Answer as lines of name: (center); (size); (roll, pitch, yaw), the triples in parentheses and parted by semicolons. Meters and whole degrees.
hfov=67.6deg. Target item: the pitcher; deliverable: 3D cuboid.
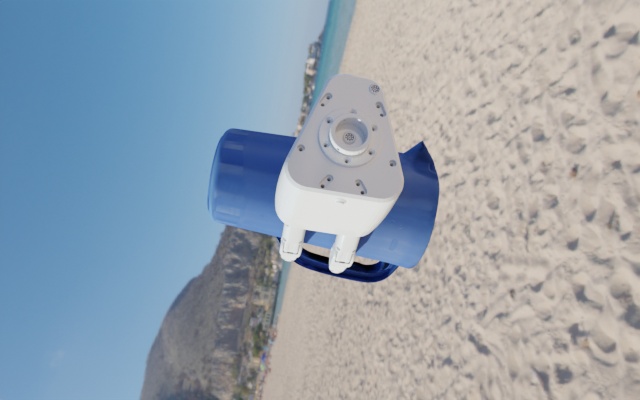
pitcher: (0.000, 0.002, 0.550); (0.243, 0.149, 0.145); (11, -17, -4)
